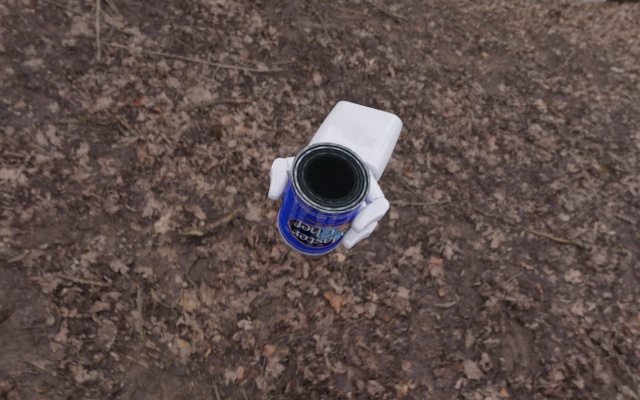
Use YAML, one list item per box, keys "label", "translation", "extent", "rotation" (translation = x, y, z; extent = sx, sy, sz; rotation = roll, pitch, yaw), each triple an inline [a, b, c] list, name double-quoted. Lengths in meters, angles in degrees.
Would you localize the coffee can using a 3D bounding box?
- label: "coffee can"
  translation: [0.000, 0.002, 0.649]
  extent: [0.103, 0.102, 0.140]
  rotation: [0, -27, -12]
